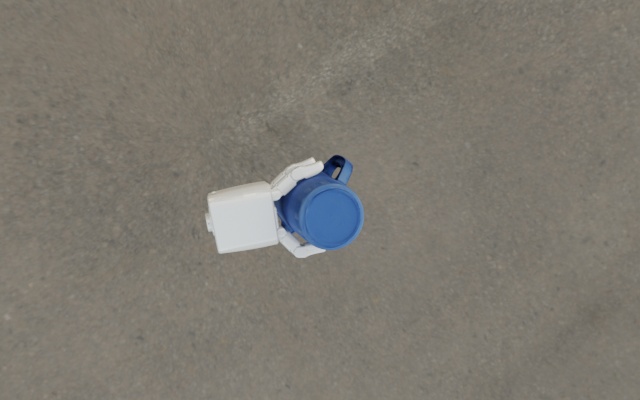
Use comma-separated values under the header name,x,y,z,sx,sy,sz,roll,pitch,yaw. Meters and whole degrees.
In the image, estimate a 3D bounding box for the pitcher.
name,x,y,z,sx,sy,sz,roll,pitch,yaw
pitcher,0.000,0.003,0.859,0.145,0.149,0.243,-10,9,-11
